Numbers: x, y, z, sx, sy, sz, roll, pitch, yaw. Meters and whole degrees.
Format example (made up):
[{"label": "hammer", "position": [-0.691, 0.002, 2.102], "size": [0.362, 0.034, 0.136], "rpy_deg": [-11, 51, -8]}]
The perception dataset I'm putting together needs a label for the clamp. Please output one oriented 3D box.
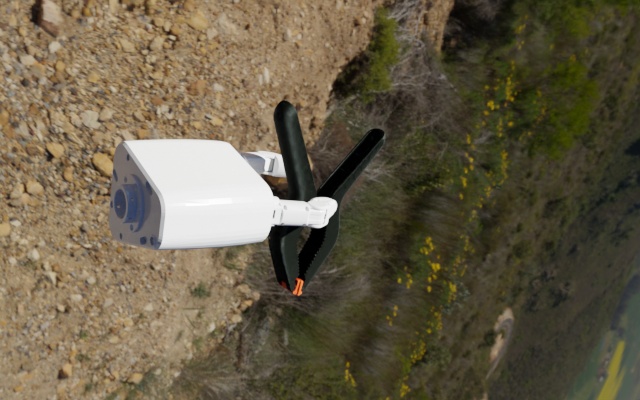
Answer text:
[{"label": "clamp", "position": [0.000, 0.003, 0.530], "size": [0.164, 0.210, 0.036], "rpy_deg": [-3, 20, -44]}]
